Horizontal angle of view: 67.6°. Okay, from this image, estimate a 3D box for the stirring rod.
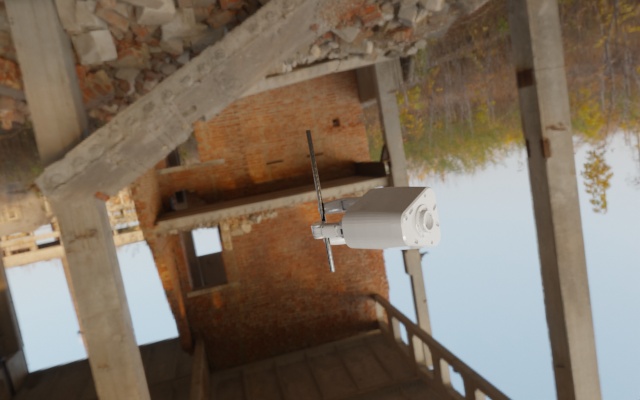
[{"bbox_3d":[0.000,0.002,0.794,0.011,0.239,0.011,-10,7,1],"label":"stirring rod"}]
